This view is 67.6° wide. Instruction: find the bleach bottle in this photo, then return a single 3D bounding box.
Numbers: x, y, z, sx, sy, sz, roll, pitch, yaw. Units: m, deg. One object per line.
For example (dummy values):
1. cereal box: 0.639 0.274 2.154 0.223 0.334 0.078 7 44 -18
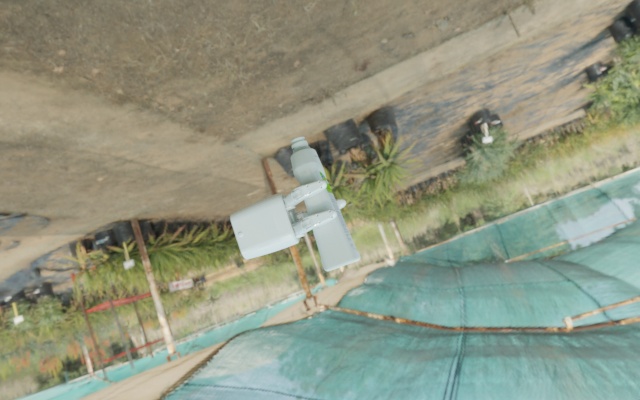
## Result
1. bleach bottle: 0.000 0.003 0.891 0.068 0.251 0.102 -21 -9 6
